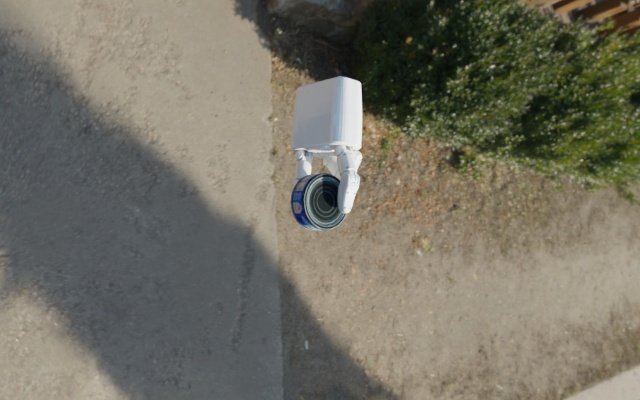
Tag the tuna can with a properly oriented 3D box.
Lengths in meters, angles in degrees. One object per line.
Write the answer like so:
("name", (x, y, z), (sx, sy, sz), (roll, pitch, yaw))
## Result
("tuna can", (0.000, 0.002, 0.711), (0.086, 0.086, 0.034), (0, -1, -36))
